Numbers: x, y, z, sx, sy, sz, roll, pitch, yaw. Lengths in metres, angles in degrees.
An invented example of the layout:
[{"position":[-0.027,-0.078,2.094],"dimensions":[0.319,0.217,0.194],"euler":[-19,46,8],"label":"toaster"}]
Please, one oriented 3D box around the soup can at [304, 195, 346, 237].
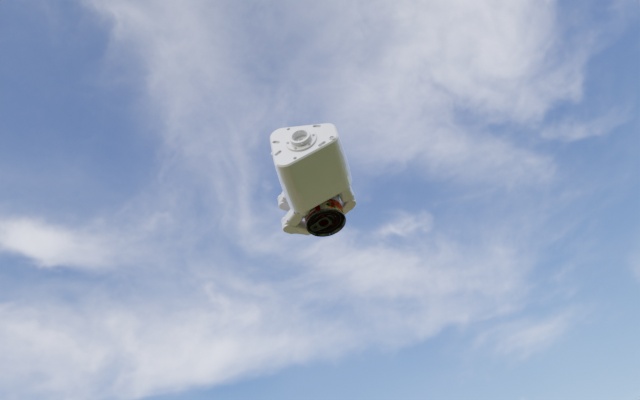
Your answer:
[{"position":[0.000,0.003,0.825],"dimensions":[0.068,0.102,0.069],"euler":[-8,-43,-7],"label":"soup can"}]
